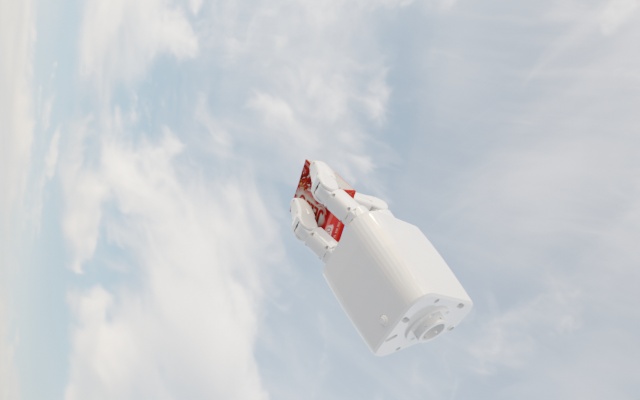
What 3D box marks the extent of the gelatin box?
[{"bbox_3d":[0.000,0.002,0.565,0.030,0.073,0.089,5,25,-30],"label":"gelatin box"}]
